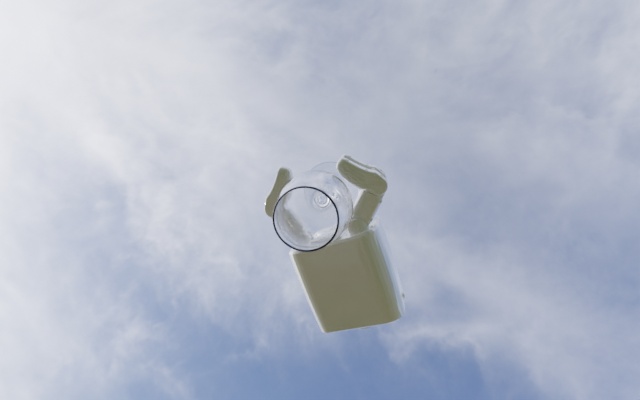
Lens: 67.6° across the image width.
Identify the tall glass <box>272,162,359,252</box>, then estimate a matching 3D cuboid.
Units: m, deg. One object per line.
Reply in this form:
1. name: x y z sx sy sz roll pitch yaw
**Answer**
1. tall glass: 0.000 0.002 0.530 0.079 0.079 0.201 0 9 8
